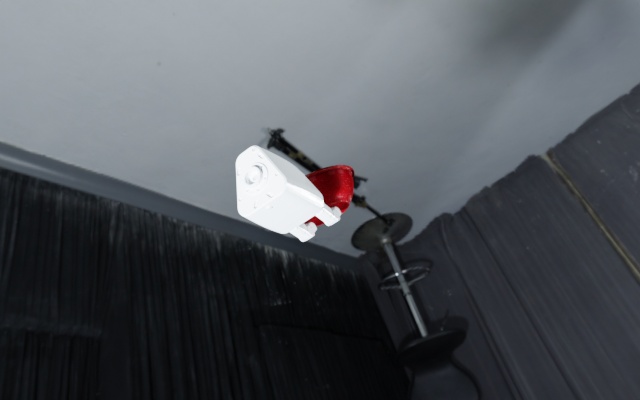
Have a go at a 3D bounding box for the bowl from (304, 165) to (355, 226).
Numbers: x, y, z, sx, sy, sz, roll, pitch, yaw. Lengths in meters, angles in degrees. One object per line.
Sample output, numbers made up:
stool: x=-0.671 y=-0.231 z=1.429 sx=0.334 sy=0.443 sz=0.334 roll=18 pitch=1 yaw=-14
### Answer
bowl: x=0.001 y=0.003 z=0.871 sx=0.162 sy=0.055 sz=0.162 roll=-23 pitch=-20 yaw=-9
